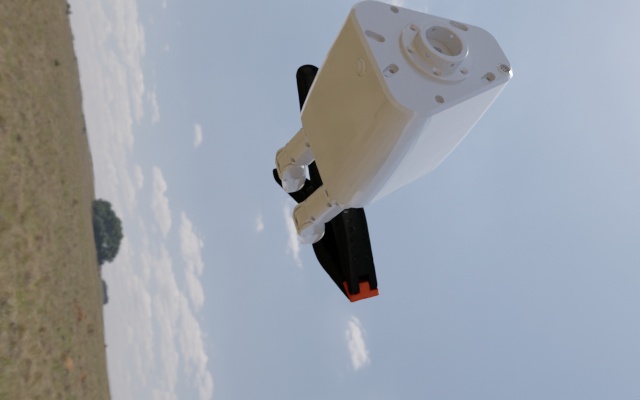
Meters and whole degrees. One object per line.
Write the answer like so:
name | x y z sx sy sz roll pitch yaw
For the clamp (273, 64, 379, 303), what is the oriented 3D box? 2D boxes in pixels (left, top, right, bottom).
clamp | 0.001 0.002 0.461 0.036 0.210 0.165 -10 -24 -21
